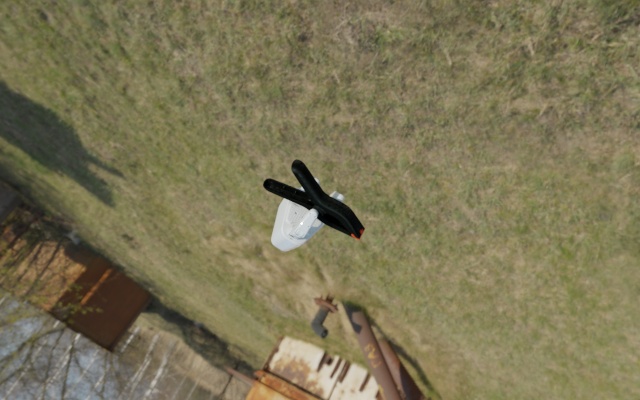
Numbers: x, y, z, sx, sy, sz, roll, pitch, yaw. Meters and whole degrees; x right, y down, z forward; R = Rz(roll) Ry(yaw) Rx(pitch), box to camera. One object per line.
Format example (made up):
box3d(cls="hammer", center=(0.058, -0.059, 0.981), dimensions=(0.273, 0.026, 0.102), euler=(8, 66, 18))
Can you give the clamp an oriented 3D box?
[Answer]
box3d(cls="clamp", center=(0.000, 0.004, 0.879), dimensions=(0.210, 0.036, 0.164), euler=(34, -21, -8))
